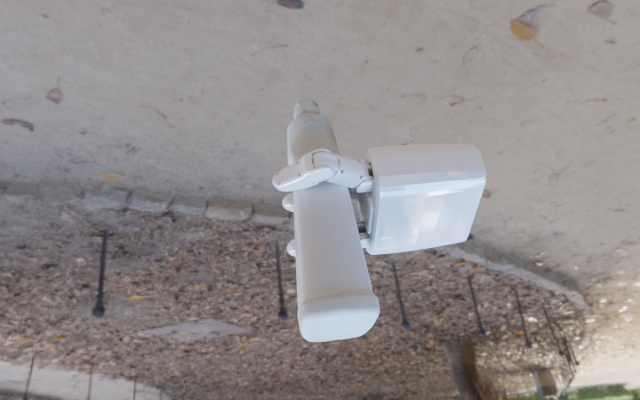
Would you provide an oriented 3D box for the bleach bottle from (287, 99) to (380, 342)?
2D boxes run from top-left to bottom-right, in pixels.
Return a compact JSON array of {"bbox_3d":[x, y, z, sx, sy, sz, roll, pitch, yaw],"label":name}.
[{"bbox_3d":[0.000,0.002,0.469,0.068,0.250,0.103,-5,-28,-5],"label":"bleach bottle"}]
